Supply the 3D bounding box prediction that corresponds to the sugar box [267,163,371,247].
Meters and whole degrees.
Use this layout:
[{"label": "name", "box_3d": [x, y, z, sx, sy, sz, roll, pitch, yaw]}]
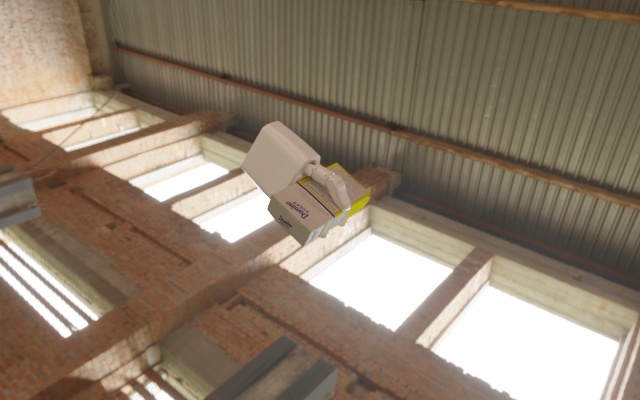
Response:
[{"label": "sugar box", "box_3d": [0.000, 0.003, 0.819, 0.093, 0.048, 0.176, 43, 45, 17]}]
